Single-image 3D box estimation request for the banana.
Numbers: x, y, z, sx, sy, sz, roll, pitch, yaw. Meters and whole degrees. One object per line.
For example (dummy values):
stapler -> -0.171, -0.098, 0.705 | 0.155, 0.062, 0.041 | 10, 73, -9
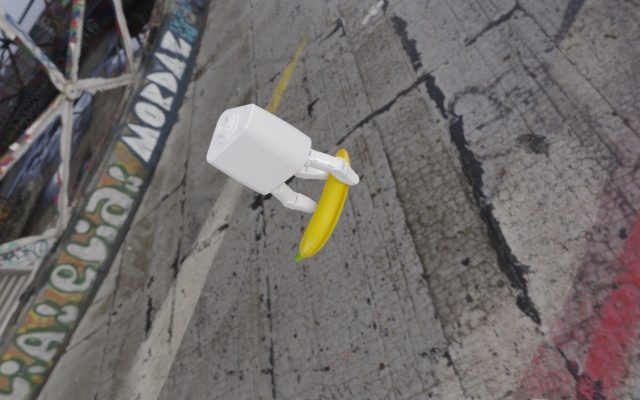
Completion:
banana -> 0.008, 0.008, 0.753 | 0.037, 0.198, 0.069 | 27, -5, -30
